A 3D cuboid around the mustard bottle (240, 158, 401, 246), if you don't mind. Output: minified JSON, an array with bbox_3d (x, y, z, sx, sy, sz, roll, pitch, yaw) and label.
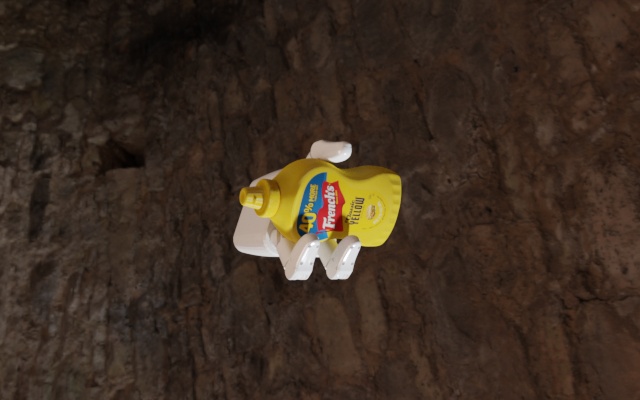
[{"bbox_3d":[0.000,0.002,0.542,0.191,0.096,0.058,5,17,-32],"label":"mustard bottle"}]
